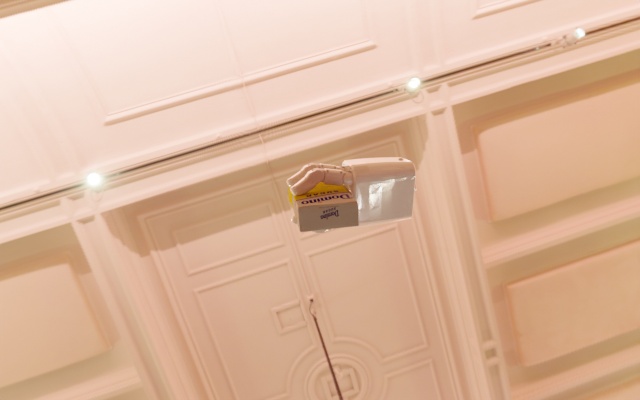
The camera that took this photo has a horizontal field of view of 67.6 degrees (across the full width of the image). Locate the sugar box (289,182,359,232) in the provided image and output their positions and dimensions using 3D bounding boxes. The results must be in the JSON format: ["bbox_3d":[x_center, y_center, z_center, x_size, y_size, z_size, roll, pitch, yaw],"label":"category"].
[{"bbox_3d":[0.000,0.002,0.791,0.093,0.048,0.176,-6,13,-8],"label":"sugar box"}]
